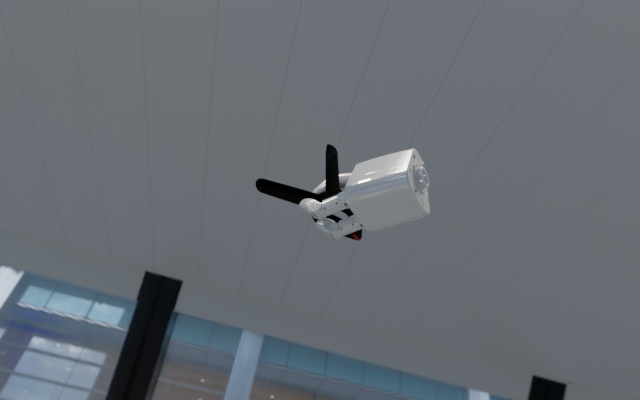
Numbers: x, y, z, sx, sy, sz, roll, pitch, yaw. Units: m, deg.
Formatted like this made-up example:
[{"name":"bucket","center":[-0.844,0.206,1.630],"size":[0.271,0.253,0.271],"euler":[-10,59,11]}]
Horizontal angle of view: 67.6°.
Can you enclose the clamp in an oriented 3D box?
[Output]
[{"name":"clamp","center":[0.001,0.002,0.828],"size":[0.164,0.036,0.210],"euler":[-16,-49,28]}]
